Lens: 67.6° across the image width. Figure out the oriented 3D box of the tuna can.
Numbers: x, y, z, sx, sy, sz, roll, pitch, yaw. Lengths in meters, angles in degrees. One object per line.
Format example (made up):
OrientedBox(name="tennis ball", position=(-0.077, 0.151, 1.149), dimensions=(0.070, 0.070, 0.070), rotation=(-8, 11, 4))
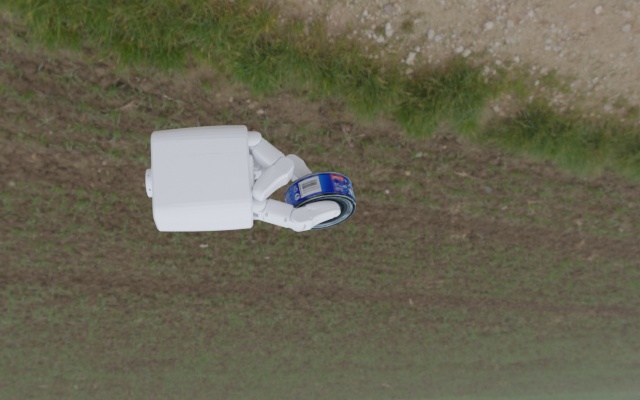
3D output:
OrientedBox(name="tuna can", position=(0.000, 0.002, 0.589), dimensions=(0.086, 0.033, 0.086), rotation=(-10, -30, -6))
